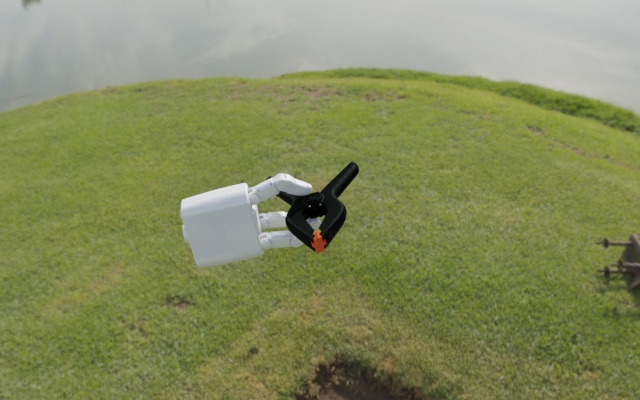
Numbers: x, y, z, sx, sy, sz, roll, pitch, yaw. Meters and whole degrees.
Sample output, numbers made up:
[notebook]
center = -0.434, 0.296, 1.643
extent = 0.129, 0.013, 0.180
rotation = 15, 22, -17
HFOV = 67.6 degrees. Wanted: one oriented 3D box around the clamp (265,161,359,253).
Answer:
[clamp]
center = 0.000, 0.002, 0.760
extent = 0.164, 0.036, 0.209
rotation = -15, 34, -3
